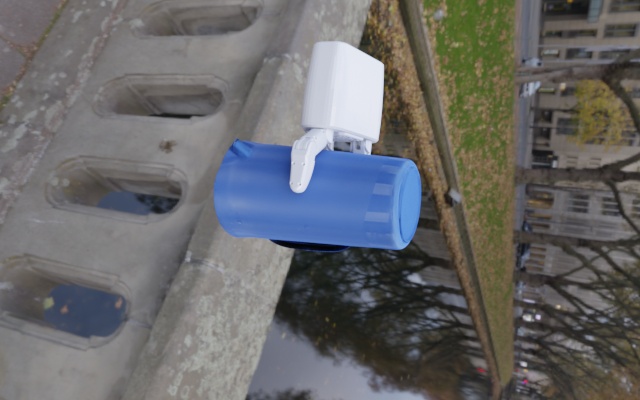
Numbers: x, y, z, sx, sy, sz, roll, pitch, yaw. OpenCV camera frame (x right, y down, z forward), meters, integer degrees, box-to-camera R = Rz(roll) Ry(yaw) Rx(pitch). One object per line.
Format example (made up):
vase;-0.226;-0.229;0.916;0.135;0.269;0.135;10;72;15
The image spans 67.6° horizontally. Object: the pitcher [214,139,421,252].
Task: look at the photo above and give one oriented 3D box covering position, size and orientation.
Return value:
pitcher;0.000;0.002;0.616;0.243;0.145;0.149;6;0;25
